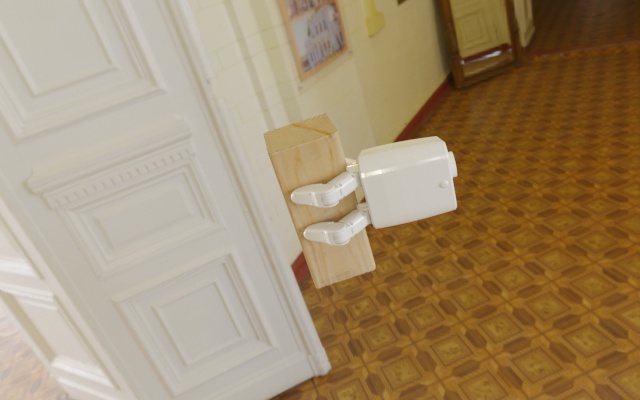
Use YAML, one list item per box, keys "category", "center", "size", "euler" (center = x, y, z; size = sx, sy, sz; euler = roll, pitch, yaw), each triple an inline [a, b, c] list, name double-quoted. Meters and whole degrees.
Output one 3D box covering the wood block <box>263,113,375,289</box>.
- category: "wood block"
  center: [0.000, 0.002, 0.645]
  size: [0.090, 0.206, 0.090]
  euler: [-18, 26, -1]
